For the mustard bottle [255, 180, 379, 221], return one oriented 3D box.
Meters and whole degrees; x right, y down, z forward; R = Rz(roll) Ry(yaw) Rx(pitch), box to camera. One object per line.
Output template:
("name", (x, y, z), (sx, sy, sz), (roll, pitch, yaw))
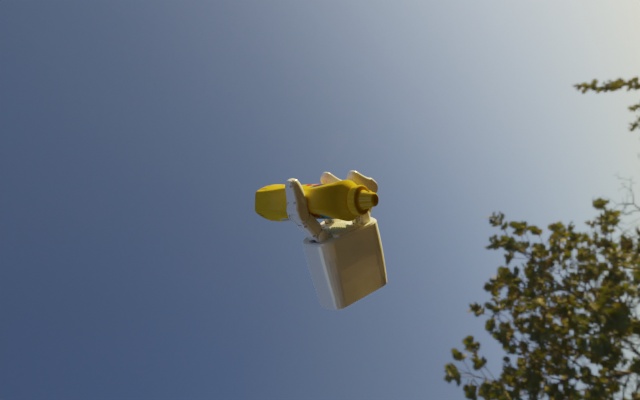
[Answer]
("mustard bottle", (0.000, 0.002, 0.693), (0.191, 0.058, 0.096), (-2, -6, 41))
